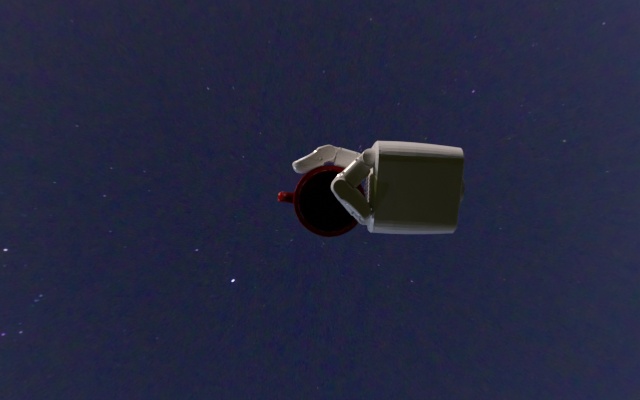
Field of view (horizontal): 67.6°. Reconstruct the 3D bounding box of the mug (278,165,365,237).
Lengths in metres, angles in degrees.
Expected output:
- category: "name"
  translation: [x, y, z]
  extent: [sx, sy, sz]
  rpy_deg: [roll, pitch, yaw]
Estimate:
- category: "mug"
  translation: [-0.001, 0.002, 0.654]
  extent: [0.117, 0.093, 0.081]
  rpy_deg: [3, -3, 1]
